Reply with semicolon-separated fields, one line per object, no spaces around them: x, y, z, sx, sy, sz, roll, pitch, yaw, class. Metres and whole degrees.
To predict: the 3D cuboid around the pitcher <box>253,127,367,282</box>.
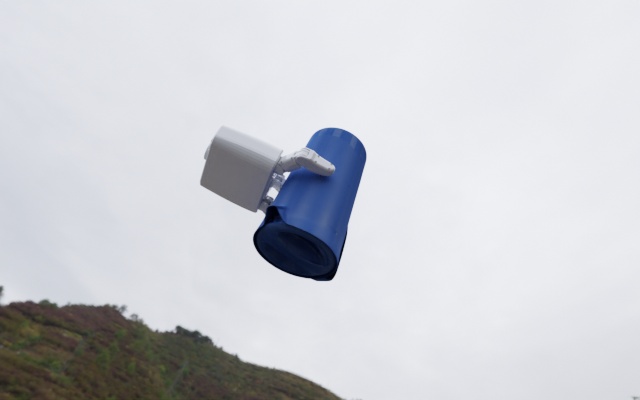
0.000;0.002;0.781;0.145;0.242;0.149;24;-38;-2;pitcher
